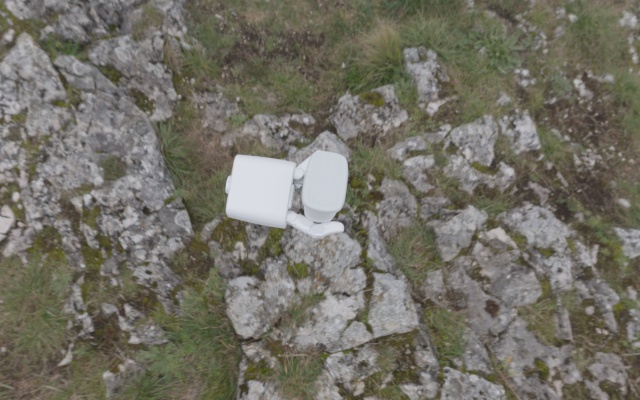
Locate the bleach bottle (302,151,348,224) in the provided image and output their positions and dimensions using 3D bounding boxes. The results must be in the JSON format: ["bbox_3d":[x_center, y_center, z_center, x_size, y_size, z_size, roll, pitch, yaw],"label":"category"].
[{"bbox_3d":[0.000,0.003,0.852,0.068,0.102,0.251,9,-17,-1],"label":"bleach bottle"}]
